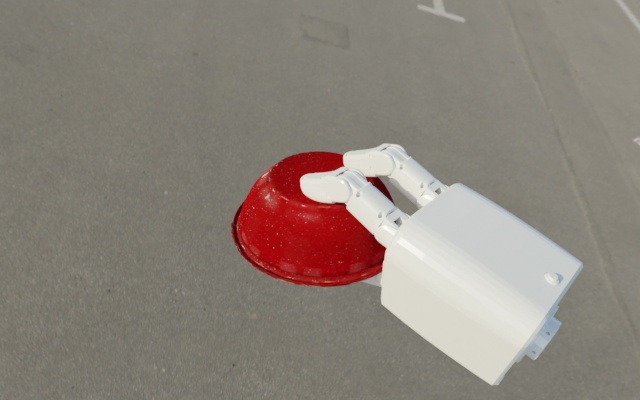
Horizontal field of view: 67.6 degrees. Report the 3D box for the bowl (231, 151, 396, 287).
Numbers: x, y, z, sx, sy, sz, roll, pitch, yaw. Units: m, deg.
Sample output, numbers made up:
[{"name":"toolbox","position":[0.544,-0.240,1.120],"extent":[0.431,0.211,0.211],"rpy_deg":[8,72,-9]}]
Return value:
[{"name":"bowl","position":[-0.001,0.001,0.430],"extent":[0.162,0.055,0.162],"rpy_deg":[2,35,-1]}]
